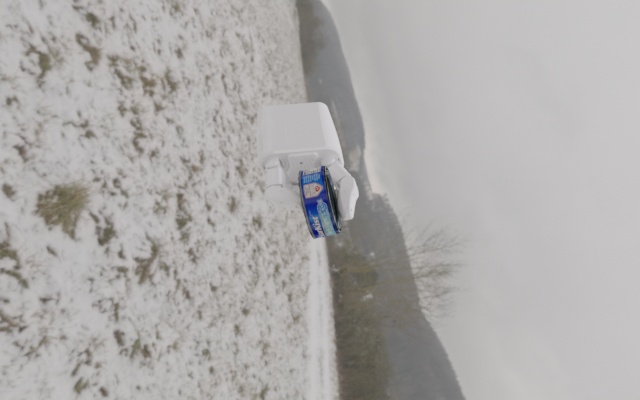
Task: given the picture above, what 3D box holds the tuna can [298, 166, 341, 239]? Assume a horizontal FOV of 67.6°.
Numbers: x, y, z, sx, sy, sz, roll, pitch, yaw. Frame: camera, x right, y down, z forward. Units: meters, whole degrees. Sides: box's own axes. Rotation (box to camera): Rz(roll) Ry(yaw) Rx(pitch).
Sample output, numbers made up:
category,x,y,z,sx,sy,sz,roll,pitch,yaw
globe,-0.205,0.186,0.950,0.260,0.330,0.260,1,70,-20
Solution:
category,x,y,z,sx,sy,sz,roll,pitch,yaw
tuna can,0.001,0.002,0.581,0.034,0.086,0.086,-12,-2,7
